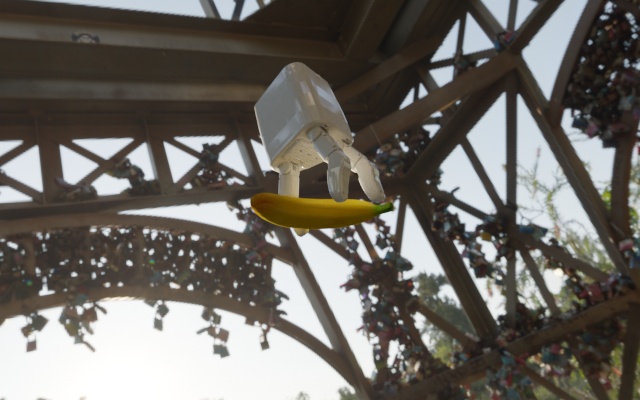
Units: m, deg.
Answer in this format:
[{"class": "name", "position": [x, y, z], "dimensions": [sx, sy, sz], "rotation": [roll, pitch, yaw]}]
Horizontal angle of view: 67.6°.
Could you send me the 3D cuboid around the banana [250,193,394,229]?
[{"class": "banana", "position": [-0.006, 0.011, 0.585], "dimensions": [0.198, 0.037, 0.070], "rotation": [1, -28, -33]}]
